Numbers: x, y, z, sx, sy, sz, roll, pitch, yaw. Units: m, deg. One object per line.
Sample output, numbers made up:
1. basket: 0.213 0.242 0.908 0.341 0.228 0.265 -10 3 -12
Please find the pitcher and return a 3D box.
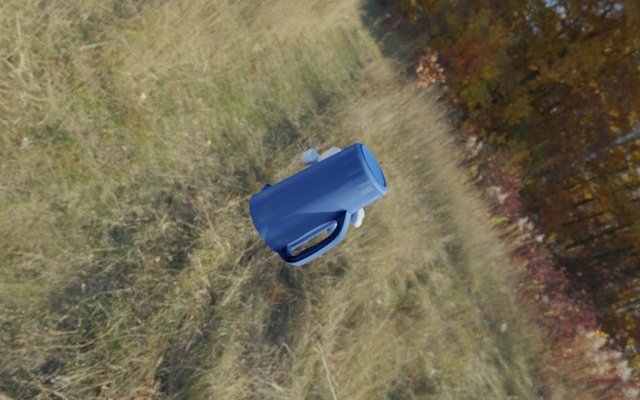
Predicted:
1. pitcher: 0.000 0.003 0.895 0.243 0.149 0.145 -29 13 19
